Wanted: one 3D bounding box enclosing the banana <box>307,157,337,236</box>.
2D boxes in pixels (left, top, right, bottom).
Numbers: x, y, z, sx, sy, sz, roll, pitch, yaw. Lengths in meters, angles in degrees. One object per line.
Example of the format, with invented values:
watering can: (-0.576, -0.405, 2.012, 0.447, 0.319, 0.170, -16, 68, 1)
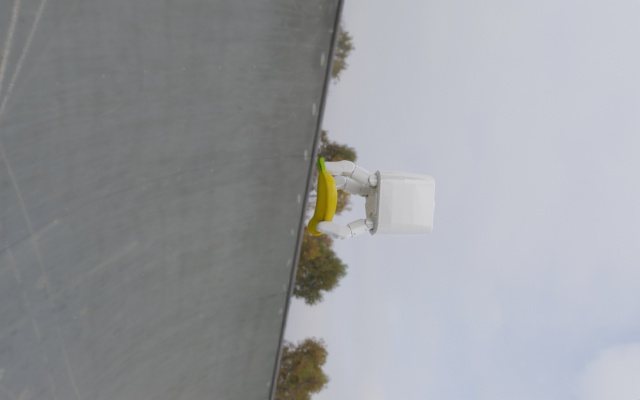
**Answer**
banana: (0.003, 0.015, 0.864, 0.037, 0.069, 0.198, 0, -41, -11)
